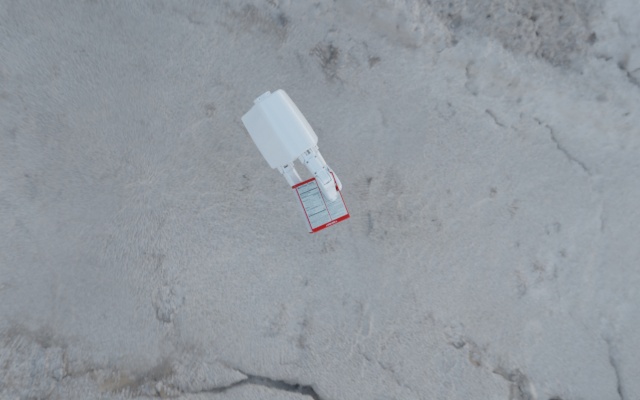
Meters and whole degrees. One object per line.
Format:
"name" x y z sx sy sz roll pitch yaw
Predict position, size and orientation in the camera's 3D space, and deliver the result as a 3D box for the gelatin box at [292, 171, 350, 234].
"gelatin box" 0.000 0.003 0.824 0.073 0.089 0.030 -23 3 -17
